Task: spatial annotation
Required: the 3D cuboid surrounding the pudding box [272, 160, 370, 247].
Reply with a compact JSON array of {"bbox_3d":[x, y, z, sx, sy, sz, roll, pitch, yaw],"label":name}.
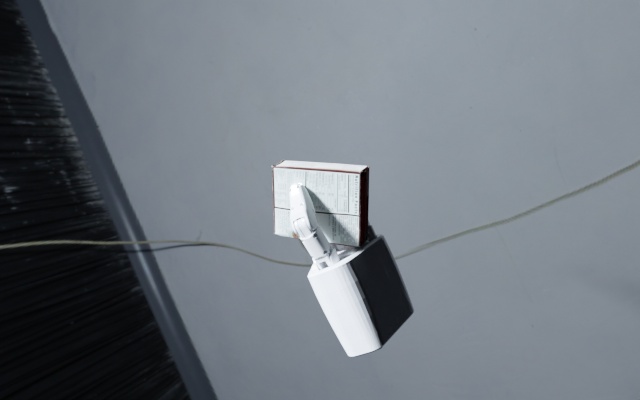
[{"bbox_3d":[0.000,0.002,0.560,0.113,0.090,0.039,6,16,19],"label":"pudding box"}]
